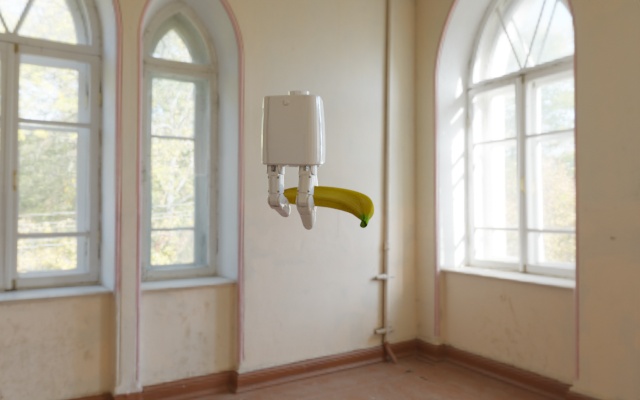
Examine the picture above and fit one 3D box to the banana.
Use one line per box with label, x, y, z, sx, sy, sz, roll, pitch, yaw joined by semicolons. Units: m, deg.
banana;0.016;0.000;0.760;0.198;0.037;0.069;14;20;43
